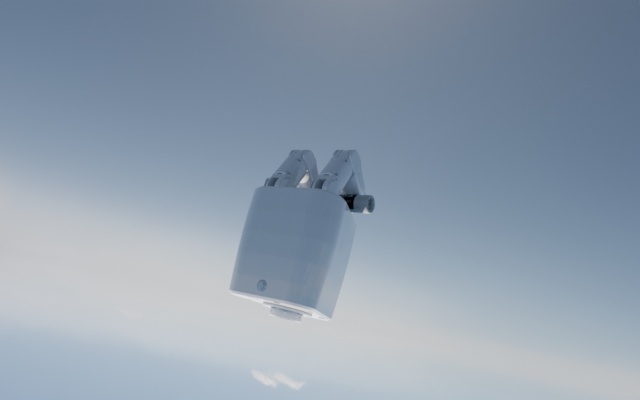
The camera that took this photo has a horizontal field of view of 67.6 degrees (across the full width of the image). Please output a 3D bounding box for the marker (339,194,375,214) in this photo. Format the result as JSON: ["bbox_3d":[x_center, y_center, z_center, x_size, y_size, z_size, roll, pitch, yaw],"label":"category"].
[{"bbox_3d":[0.000,0.002,0.512,0.121,0.020,0.020,3,1,33],"label":"marker"}]
